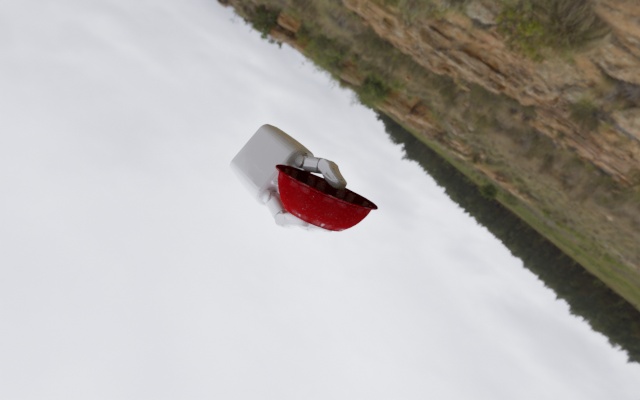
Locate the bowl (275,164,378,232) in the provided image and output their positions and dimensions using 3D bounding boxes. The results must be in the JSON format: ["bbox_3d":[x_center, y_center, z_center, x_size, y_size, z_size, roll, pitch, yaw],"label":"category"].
[{"bbox_3d":[0.001,0.003,0.698,0.162,0.055,0.162,22,8,-3],"label":"bowl"}]
